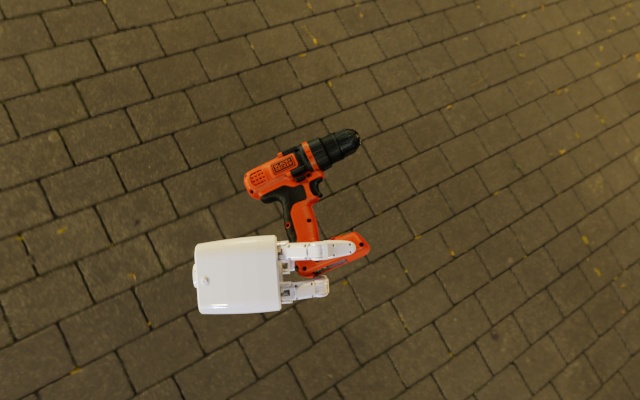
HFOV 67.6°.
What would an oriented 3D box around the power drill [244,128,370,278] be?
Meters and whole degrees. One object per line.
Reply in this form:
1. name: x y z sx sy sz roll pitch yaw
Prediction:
1. power drill: 0.000 0.003 0.687 0.184 0.187 0.057 -25 -19 5
